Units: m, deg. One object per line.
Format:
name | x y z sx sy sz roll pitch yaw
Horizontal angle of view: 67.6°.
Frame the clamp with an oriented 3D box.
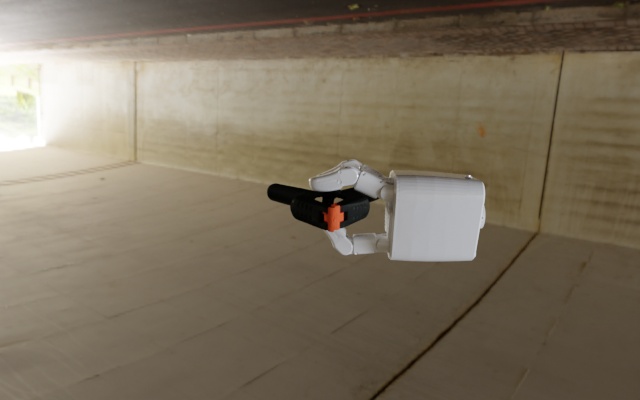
clamp | 0.000 0.003 0.605 0.164 0.036 0.210 0 10 4
